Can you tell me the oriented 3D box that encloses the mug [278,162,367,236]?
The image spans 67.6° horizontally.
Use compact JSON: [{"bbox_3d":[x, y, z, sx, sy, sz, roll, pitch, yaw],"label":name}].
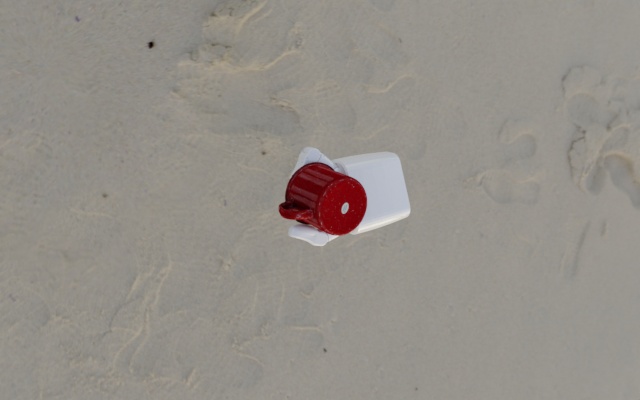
[{"bbox_3d":[-0.001,0.002,0.649,0.117,0.093,0.081,-14,21,-28],"label":"mug"}]
